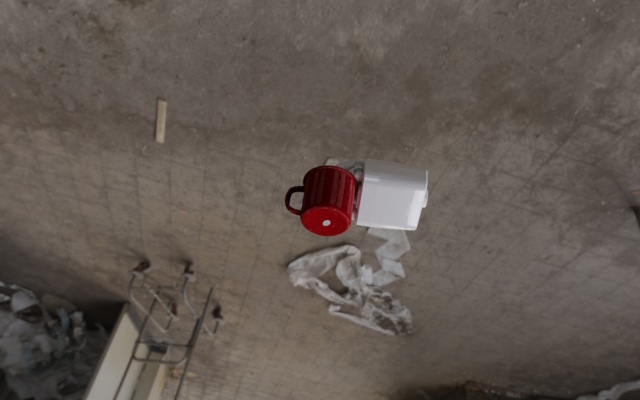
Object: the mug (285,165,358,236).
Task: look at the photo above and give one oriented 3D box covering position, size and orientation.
[{"bbox_3d":[-0.001,0.002,0.772,0.117,0.081,0.093,6,-39,3],"label":"mug"}]
